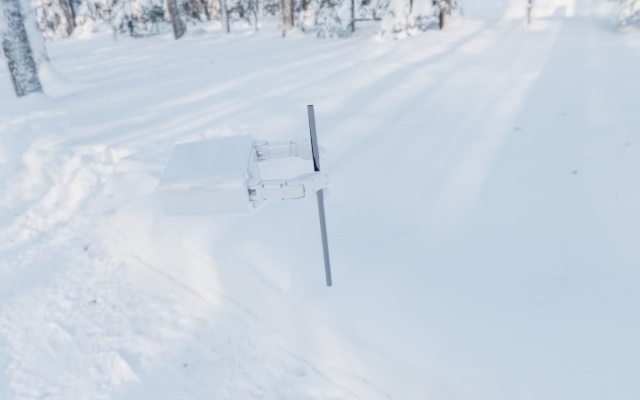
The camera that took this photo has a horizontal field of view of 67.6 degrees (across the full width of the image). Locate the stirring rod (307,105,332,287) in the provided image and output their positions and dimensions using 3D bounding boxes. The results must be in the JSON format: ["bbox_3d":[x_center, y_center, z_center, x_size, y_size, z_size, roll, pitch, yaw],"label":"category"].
[{"bbox_3d":[0.000,0.002,0.593,0.011,0.240,0.011,-5,22,2],"label":"stirring rod"}]
